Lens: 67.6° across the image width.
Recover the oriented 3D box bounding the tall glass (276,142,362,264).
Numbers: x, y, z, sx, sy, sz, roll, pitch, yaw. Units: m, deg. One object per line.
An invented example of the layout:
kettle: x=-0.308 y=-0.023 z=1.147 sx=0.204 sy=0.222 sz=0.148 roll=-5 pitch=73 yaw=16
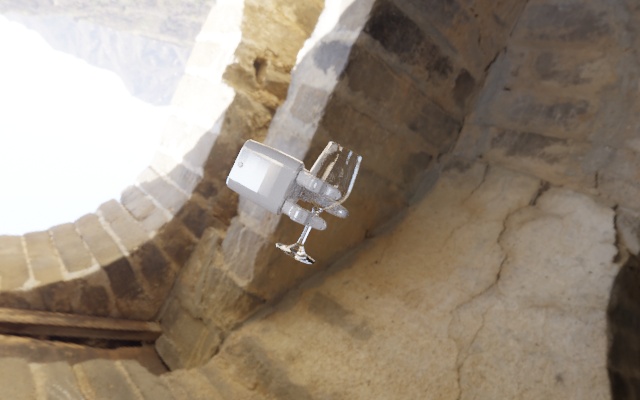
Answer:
tall glass: x=0.000 y=0.003 z=0.815 sx=0.079 sy=0.201 sz=0.079 roll=26 pitch=4 yaw=-2
